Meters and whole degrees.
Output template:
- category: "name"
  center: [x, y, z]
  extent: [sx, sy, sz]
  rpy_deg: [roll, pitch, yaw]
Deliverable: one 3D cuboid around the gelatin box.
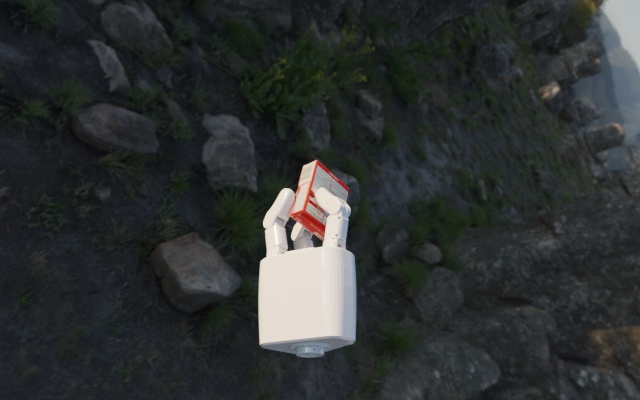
- category: "gelatin box"
  center: [0.001, 0.002, 0.652]
  extent: [0.030, 0.089, 0.073]
  rpy_deg: [-19, -46, 39]
